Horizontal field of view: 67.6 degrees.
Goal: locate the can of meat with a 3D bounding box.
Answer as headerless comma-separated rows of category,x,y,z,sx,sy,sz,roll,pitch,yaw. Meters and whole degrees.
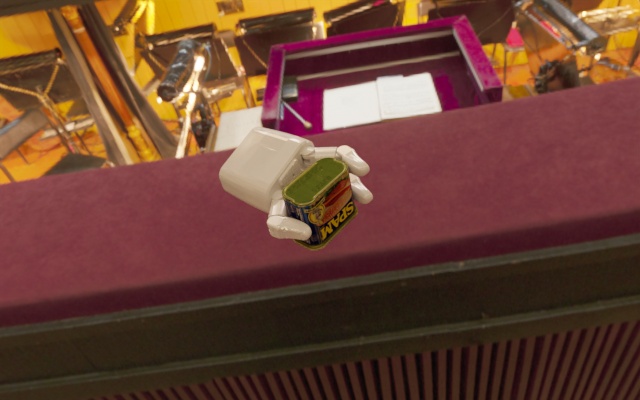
can of meat,0.000,0.002,0.645,0.057,0.084,0.102,25,54,35
